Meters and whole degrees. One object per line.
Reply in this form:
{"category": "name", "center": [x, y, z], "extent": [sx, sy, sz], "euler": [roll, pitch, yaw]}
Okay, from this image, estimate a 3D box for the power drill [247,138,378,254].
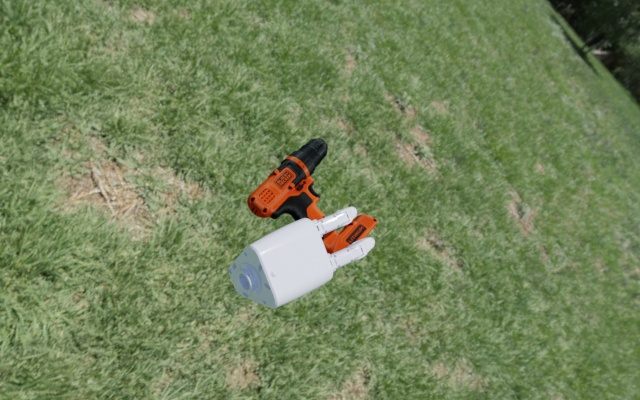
{"category": "power drill", "center": [0.000, 0.003, 0.792], "extent": [0.184, 0.187, 0.057], "euler": [-47, -4, -27]}
